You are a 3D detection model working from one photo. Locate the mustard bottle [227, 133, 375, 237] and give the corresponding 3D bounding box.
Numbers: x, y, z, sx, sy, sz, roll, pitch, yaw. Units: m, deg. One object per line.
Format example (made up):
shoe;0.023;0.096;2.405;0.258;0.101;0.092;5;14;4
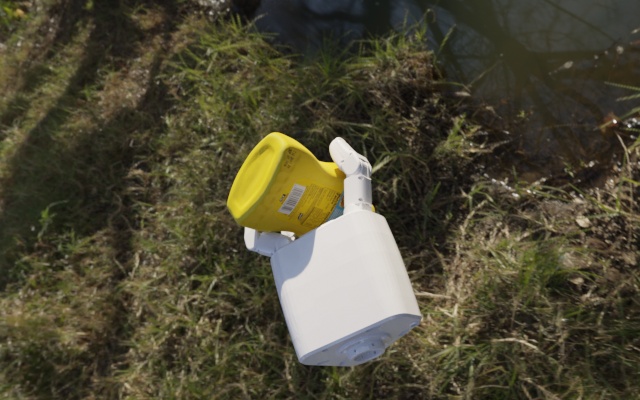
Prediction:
mustard bottle;0.000;0.001;0.521;0.192;0.096;0.058;21;16;-44
